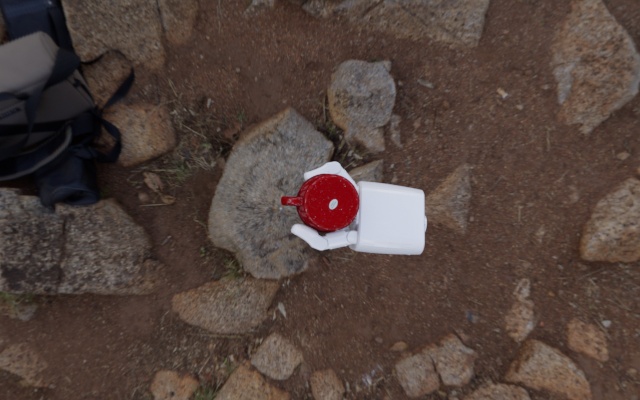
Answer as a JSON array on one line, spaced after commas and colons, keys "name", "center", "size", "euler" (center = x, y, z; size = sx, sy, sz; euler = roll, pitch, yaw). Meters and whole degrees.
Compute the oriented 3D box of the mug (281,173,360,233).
[{"name": "mug", "center": [-0.001, 0.002, 0.706], "size": [0.117, 0.093, 0.081], "euler": [6, -1, -6]}]
